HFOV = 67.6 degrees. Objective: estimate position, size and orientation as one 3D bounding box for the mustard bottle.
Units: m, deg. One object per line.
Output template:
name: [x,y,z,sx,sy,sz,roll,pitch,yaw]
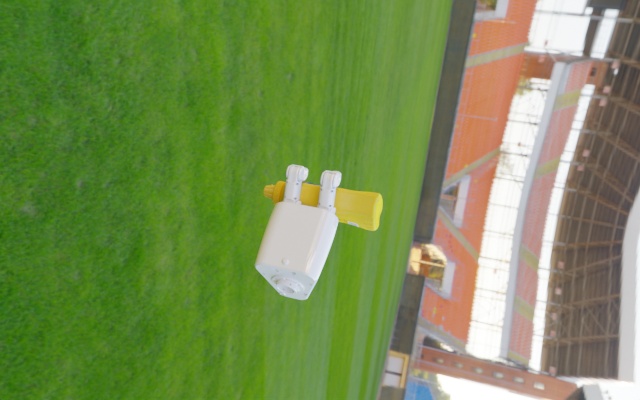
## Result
mustard bottle: [0.000,0.002,0.766,0.191,0.058,0.096,11,-8,13]
